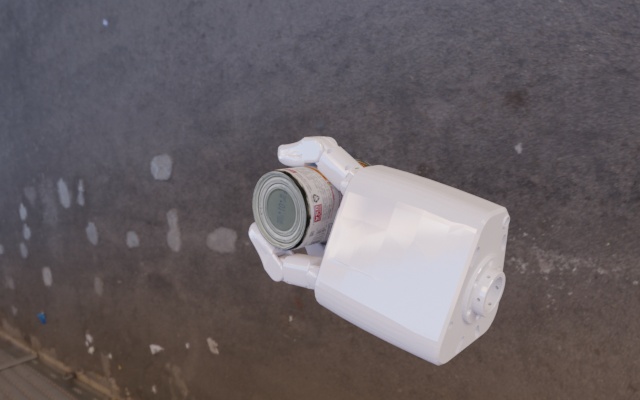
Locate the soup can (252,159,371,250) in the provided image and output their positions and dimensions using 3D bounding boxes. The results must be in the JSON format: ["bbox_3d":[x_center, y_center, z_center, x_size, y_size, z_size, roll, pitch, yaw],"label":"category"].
[{"bbox_3d":[0.000,0.001,0.421,0.068,0.068,0.102,0,8,44],"label":"soup can"}]
